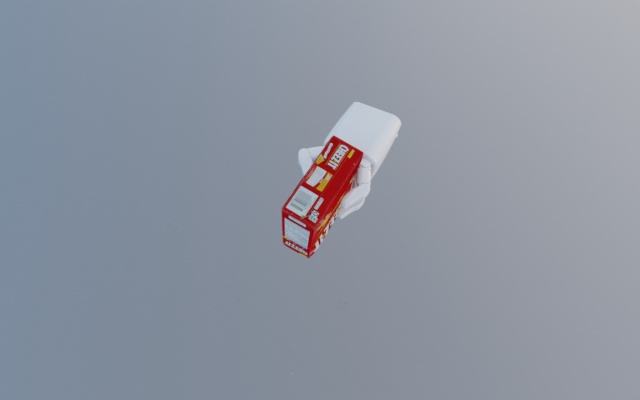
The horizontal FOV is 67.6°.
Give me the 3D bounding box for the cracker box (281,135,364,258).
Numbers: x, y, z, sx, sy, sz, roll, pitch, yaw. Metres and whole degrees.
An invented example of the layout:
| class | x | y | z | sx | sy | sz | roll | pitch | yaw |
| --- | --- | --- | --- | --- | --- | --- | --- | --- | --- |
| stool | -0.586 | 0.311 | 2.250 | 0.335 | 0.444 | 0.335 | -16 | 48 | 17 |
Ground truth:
| class | x | y | z | sx | sy | sz | roll | pitch | yaw |
| --- | --- | --- | --- | --- | --- | --- | --- | --- | --- |
| cracker box | 0.000 | 0.003 | 0.879 | 0.072 | 0.164 | 0.214 | 31 | -19 | 8 |
